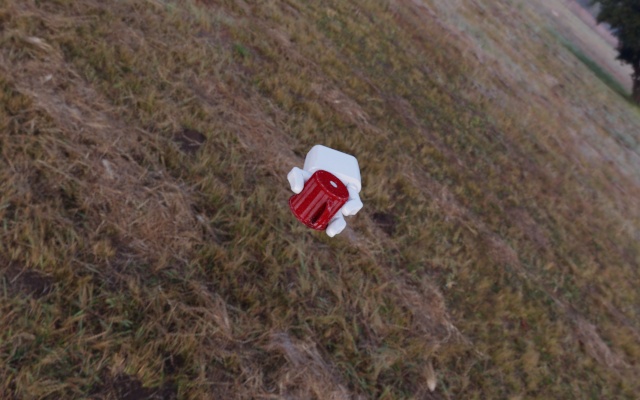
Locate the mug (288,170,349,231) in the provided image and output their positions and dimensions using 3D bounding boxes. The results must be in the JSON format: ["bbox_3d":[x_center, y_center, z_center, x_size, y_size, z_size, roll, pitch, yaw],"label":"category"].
[{"bbox_3d":[0.000,0.004,0.888,0.093,0.081,0.117,31,29,-19],"label":"mug"}]
